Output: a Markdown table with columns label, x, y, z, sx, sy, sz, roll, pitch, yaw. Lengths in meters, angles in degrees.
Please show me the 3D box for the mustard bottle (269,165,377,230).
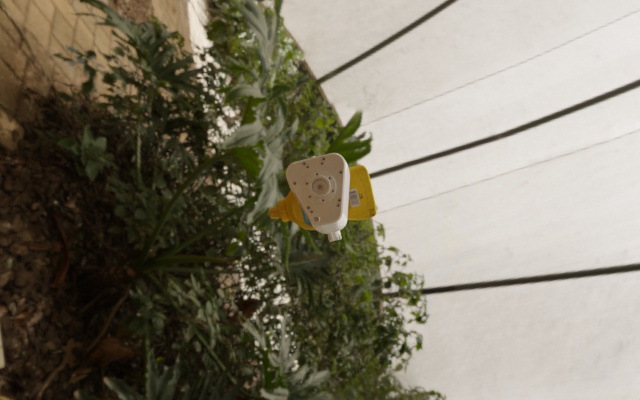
| label | x | y | z | sx | sy | sz | roll | pitch | yaw |
| --- | --- | --- | --- | --- | --- | --- | --- | --- | --- |
| mustard bottle | 0.000 | 0.003 | 0.870 | 0.191 | 0.096 | 0.058 | -13 | 16 | 2 |
